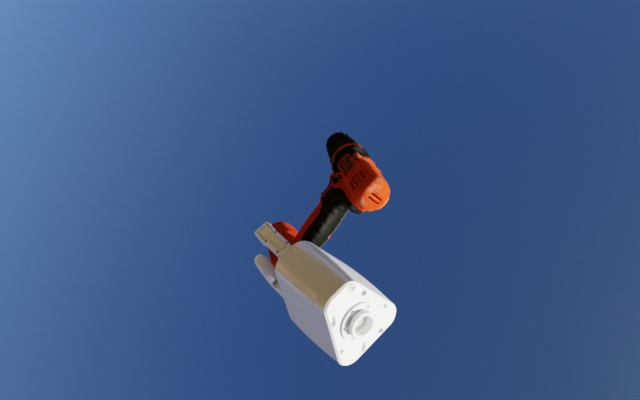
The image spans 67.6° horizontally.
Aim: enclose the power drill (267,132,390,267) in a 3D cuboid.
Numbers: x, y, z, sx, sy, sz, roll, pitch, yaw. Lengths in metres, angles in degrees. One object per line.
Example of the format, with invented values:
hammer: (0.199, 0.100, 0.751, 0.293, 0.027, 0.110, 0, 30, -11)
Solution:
power drill: (0.000, 0.003, 0.658, 0.057, 0.188, 0.184, 33, 16, -26)
